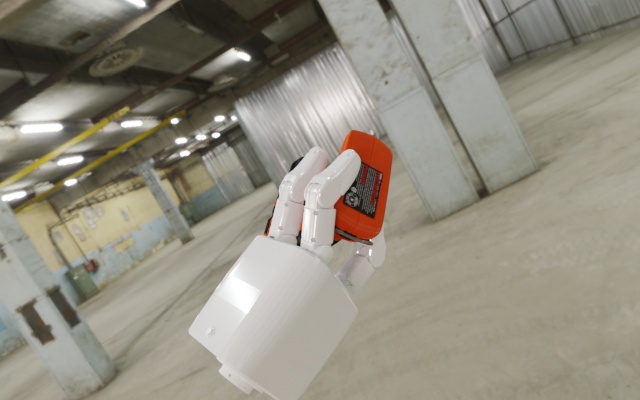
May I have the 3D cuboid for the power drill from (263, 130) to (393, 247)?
[{"bbox_3d":[0.000,0.002,0.513,0.057,0.184,0.188,23,-31,-19],"label":"power drill"}]
